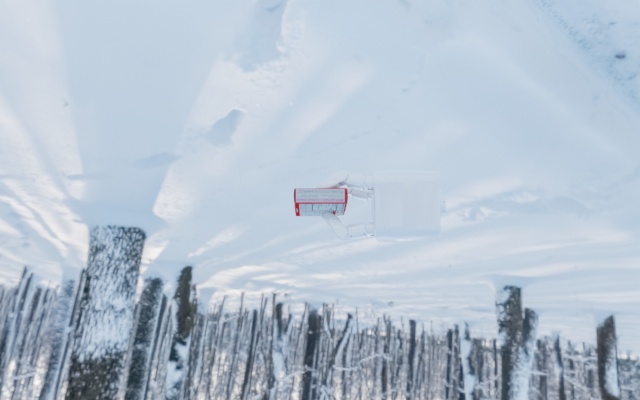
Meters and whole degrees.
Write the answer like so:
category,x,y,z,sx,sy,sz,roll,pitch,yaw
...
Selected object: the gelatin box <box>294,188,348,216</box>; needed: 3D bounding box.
category,x,y,z,sx,sy,sz,roll,pitch,yaw
gelatin box,0.000,0.003,0.811,0.089,0.030,0.073,-1,-18,-1
